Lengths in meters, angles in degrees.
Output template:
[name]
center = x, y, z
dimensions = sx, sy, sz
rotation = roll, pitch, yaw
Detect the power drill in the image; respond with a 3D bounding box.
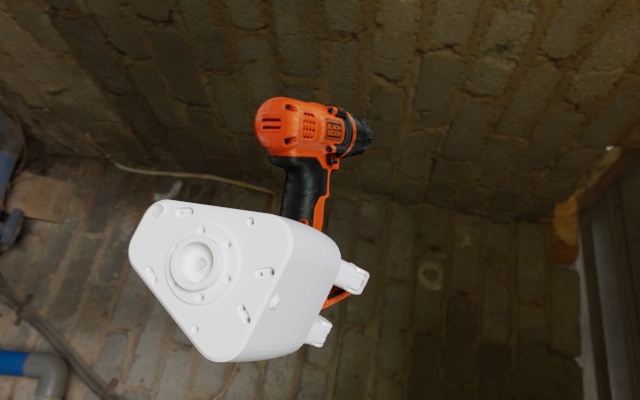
[power drill]
center = 0.000, 0.002, 0.461
dimensions = 0.057, 0.187, 0.184
rotation = 3, 4, 29
